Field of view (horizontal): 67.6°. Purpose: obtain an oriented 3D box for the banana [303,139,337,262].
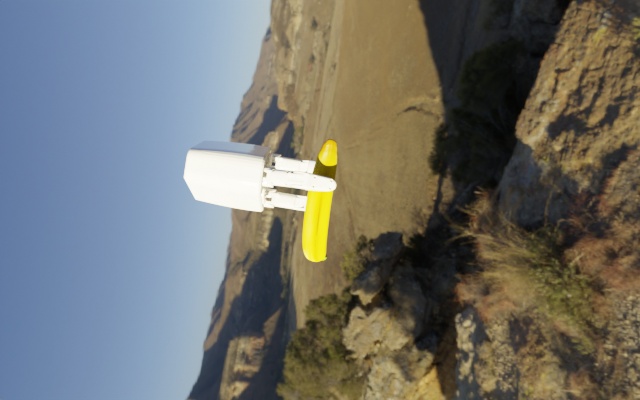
[{"bbox_3d":[-0.002,0.012,0.691,0.037,0.198,0.069,8,23,4],"label":"banana"}]
